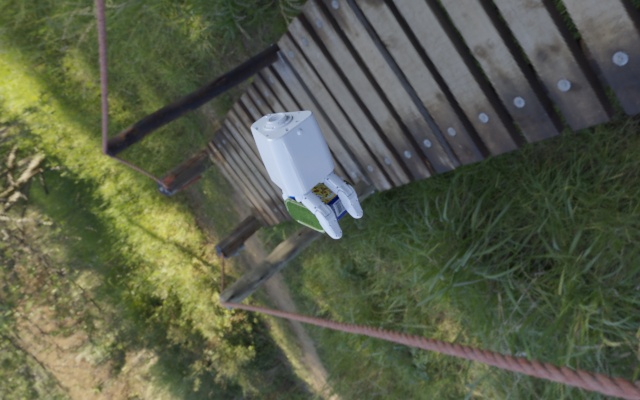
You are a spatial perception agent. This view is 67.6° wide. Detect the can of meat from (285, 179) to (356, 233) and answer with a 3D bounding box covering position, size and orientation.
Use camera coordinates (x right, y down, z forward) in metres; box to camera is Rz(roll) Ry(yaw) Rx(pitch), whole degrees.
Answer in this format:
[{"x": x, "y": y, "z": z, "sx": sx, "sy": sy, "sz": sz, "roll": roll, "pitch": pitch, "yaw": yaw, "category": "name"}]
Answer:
[{"x": 0.000, "y": 0.003, "z": 0.834, "sx": 0.102, "sy": 0.057, "sz": 0.084, "roll": 20, "pitch": 51, "yaw": 42, "category": "can of meat"}]
